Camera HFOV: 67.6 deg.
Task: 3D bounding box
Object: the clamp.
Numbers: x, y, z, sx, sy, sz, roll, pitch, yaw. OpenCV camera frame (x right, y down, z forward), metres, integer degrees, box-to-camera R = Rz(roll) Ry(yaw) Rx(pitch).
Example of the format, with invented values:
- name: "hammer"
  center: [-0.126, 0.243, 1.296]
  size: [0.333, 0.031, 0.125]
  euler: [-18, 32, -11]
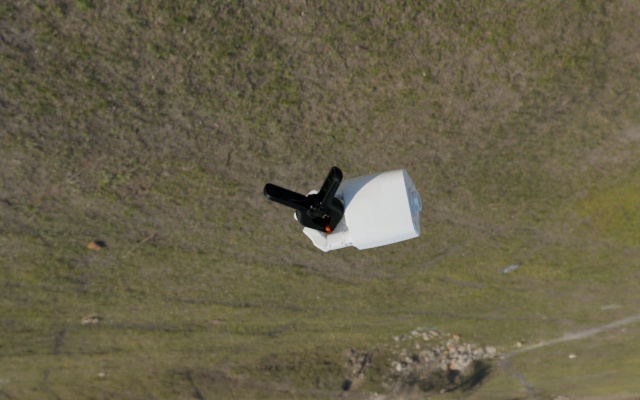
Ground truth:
- name: "clamp"
  center: [0.000, 0.003, 0.754]
  size: [0.120, 0.039, 0.171]
  euler: [-13, -28, 20]
